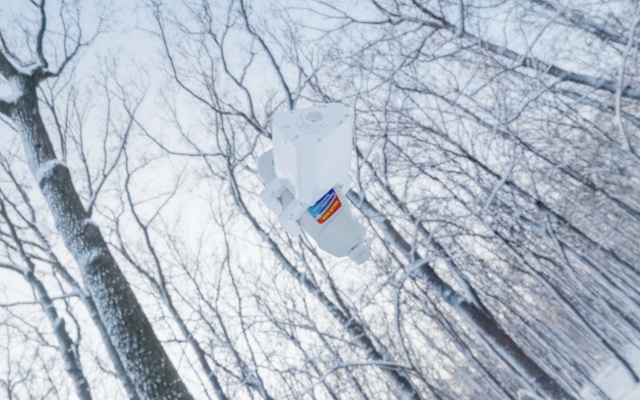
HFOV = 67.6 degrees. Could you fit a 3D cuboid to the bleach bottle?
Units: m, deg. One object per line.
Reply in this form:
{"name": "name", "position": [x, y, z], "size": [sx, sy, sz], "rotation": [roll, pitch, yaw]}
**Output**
{"name": "bleach bottle", "position": [0.000, 0.003, 0.771], "size": [0.102, 0.068, 0.250], "rotation": [-28, 55, -21]}
